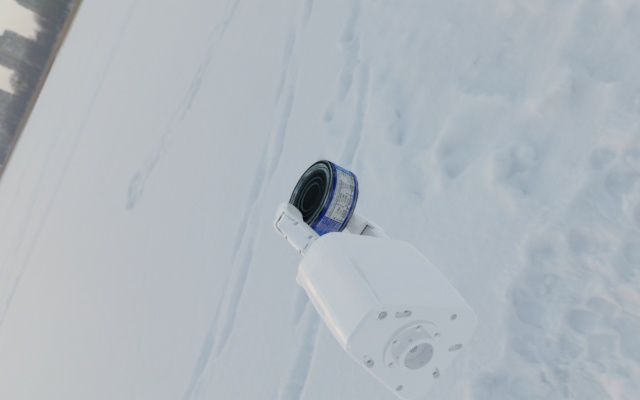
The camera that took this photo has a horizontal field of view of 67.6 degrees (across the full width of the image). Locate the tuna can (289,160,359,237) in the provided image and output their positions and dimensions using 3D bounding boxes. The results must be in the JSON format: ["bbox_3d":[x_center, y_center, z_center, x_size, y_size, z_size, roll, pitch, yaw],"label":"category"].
[{"bbox_3d":[0.000,0.001,0.497,0.034,0.086,0.086,25,-12,-27],"label":"tuna can"}]
